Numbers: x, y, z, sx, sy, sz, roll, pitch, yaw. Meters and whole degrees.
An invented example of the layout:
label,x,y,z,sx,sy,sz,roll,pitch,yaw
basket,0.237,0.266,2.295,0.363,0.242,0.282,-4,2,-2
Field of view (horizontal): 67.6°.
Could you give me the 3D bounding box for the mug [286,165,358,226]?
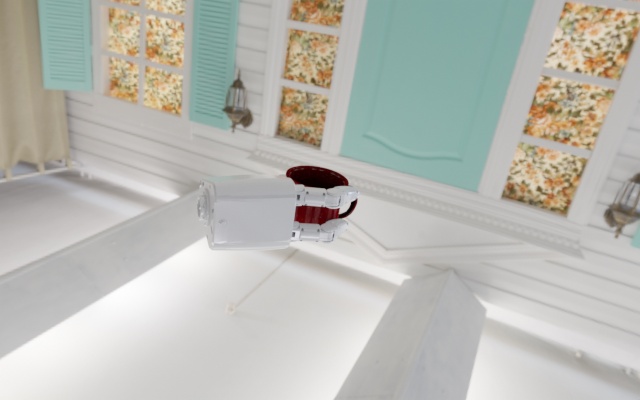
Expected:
label,x,y,z,sx,sy,sz,roll,pitch,yaw
mug,0.001,0.002,0.713,0.117,0.081,0.093,0,26,-23
